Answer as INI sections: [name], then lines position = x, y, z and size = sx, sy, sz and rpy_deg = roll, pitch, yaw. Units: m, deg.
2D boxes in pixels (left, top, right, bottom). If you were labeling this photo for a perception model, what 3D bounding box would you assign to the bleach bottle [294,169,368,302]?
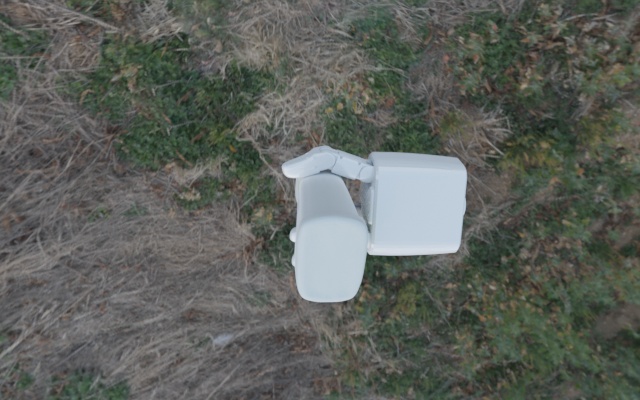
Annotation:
[bleach bottle]
position = 0.000, 0.002, 0.557
size = 0.068, 0.103, 0.250
rpy_deg = 1, 28, -6
